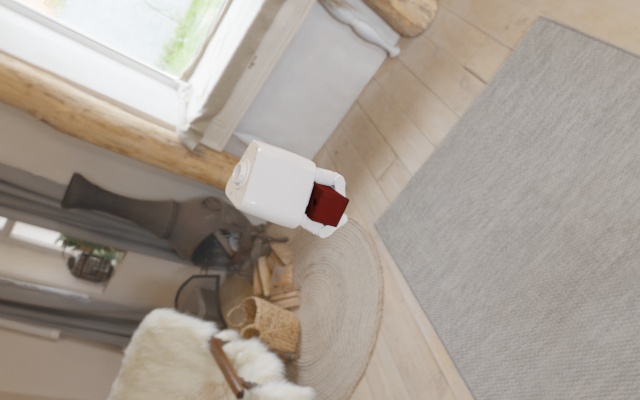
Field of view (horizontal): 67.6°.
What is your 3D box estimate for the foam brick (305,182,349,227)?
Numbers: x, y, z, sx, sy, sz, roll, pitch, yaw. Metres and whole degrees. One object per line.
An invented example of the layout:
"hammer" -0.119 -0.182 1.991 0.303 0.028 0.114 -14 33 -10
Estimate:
"foam brick" 0.000 0.003 0.787 0.051 0.053 0.078 17 11 -31
